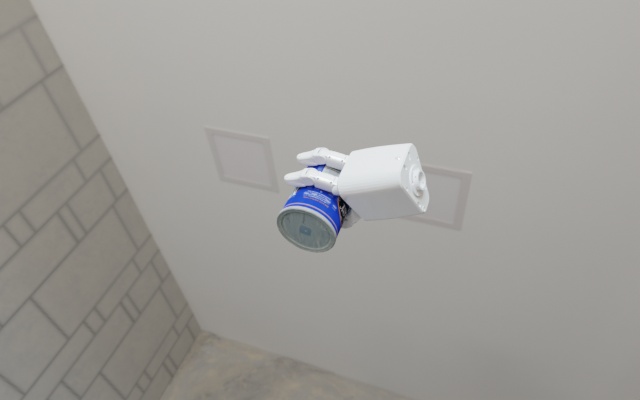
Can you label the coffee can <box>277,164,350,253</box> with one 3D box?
[{"bbox_3d":[0.000,0.003,0.812,0.103,0.103,0.140,0,43,29],"label":"coffee can"}]
